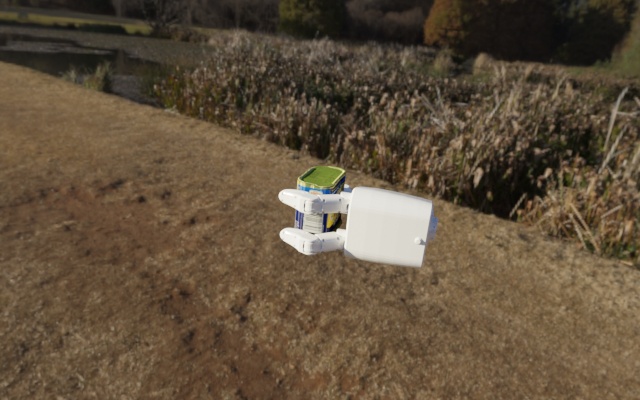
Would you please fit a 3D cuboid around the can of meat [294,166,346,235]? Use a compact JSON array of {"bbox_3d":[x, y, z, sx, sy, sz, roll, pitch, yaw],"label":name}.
[{"bbox_3d":[0.000,0.002,0.687,0.057,0.084,0.102,11,21,14],"label":"can of meat"}]
